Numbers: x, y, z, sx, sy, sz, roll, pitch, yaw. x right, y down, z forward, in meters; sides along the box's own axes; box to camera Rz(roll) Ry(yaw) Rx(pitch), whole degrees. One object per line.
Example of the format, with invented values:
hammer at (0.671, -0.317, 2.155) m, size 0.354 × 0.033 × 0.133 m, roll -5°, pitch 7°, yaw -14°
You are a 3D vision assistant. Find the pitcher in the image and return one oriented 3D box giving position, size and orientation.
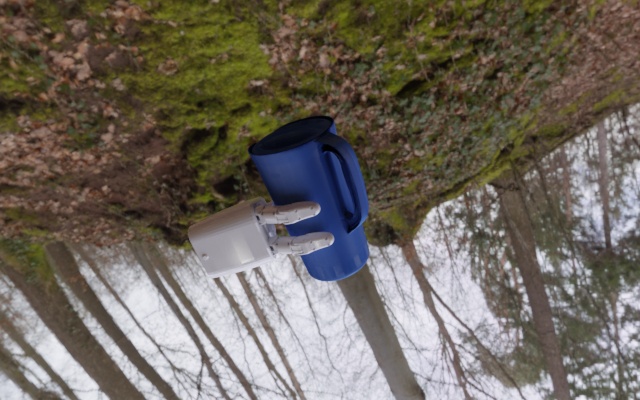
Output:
pitcher at (0.000, 0.002, 0.732) m, size 0.145 × 0.243 × 0.149 m, roll -19°, pitch 24°, yaw 5°
